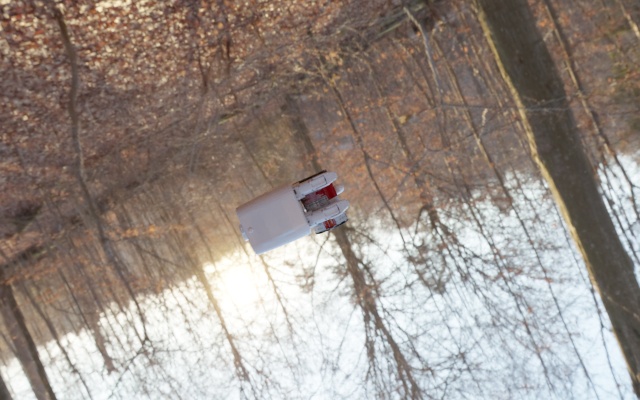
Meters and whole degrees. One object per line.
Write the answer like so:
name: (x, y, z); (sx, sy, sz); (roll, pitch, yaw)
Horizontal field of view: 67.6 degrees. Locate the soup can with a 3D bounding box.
soup can: (0.001, 0.003, 0.869); (0.068, 0.102, 0.068); (-24, 3, 1)
